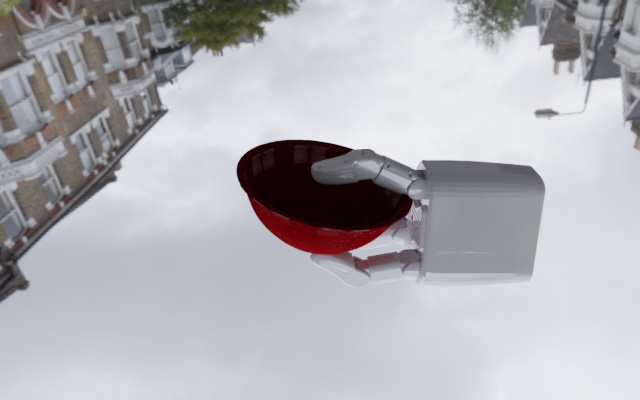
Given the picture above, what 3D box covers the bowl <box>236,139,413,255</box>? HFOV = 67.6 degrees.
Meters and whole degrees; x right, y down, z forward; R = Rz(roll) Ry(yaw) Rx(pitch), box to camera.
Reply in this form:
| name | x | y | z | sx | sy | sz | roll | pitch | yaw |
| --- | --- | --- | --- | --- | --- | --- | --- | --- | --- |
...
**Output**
| name | x | y | z | sx | sy | sz | roll | pitch | yaw |
| --- | --- | --- | --- | --- | --- | --- | --- | --- | --- |
| bowl | -0.001 | 0.001 | 0.446 | 0.162 | 0.055 | 0.162 | 9 | 31 | -6 |
